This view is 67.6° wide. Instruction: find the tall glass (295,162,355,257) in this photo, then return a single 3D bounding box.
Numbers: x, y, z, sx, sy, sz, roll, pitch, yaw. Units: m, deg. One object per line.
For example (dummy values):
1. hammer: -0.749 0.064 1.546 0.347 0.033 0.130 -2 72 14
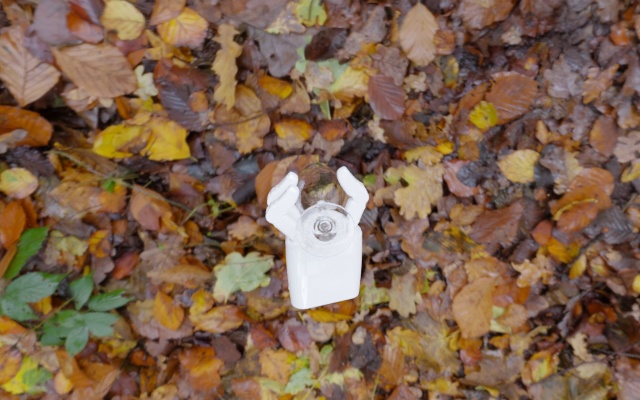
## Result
1. tall glass: 0.000 0.002 0.682 0.079 0.079 0.201 0 21 -4
